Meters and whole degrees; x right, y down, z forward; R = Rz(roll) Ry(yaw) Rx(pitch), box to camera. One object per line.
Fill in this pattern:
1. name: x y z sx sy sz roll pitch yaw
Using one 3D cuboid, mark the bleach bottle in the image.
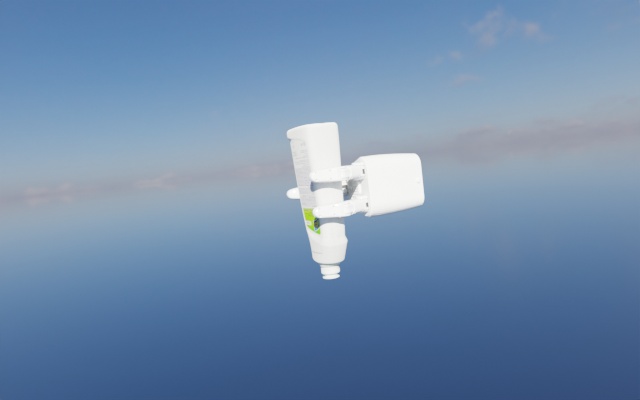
1. bleach bottle: 0.000 0.003 0.792 0.068 0.251 0.102 -8 5 -23
